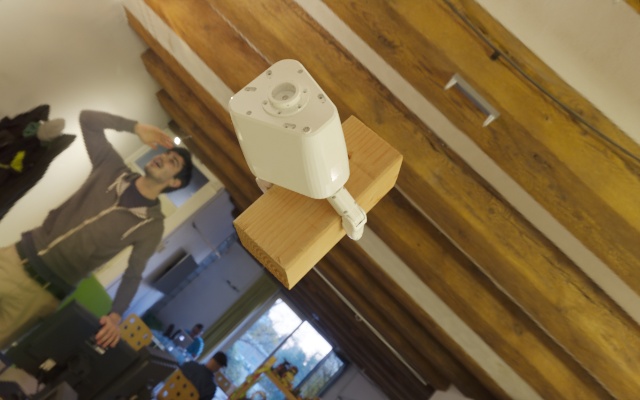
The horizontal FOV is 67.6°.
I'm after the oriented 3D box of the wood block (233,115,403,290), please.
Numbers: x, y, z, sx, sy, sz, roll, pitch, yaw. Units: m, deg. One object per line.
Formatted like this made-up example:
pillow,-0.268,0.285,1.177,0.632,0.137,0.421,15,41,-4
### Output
wood block,0.000,0.002,0.610,0.091,0.206,0.090,42,-18,16
